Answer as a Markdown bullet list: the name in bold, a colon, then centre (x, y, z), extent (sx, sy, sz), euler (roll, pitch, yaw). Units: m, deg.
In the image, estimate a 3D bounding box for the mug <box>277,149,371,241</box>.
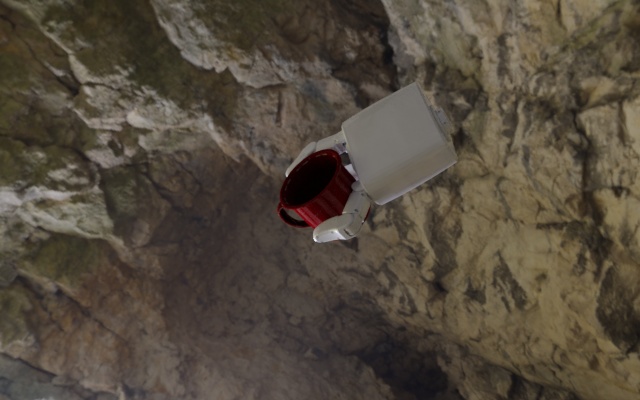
- **mug**: centre (-0.001, 0.003, 0.603), extent (0.117, 0.093, 0.081), euler (-28, -53, 23)
